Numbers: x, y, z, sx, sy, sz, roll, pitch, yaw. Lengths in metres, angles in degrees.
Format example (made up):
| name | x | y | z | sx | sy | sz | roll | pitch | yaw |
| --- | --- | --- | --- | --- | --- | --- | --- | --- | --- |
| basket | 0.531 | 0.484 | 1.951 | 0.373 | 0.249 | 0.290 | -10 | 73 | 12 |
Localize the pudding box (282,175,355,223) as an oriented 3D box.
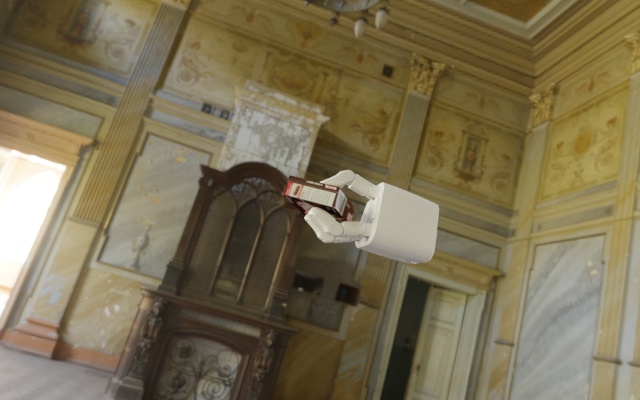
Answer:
| name | x | y | z | sx | sy | sz | roll | pitch | yaw |
| --- | --- | --- | --- | --- | --- | --- | --- | --- | --- |
| pudding box | 0.000 | 0.002 | 0.774 | 0.090 | 0.039 | 0.113 | 13 | -16 | 19 |
